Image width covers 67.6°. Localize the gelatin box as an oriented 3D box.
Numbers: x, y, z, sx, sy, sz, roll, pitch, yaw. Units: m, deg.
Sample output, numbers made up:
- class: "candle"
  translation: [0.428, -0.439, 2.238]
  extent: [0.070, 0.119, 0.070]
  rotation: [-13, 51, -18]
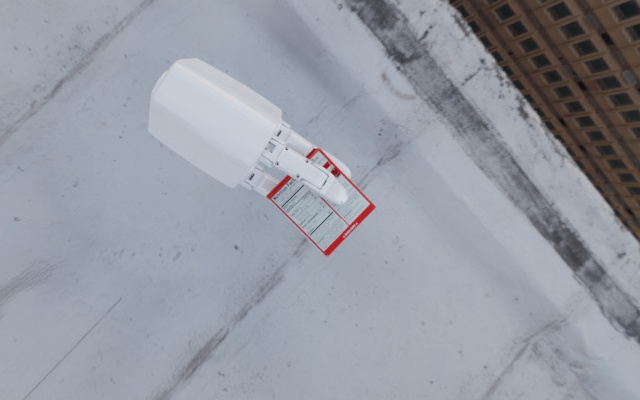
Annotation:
- class: "gelatin box"
  translation: [0.000, 0.002, 0.492]
  extent: [0.089, 0.073, 0.030]
  rotation: [45, -7, -7]
